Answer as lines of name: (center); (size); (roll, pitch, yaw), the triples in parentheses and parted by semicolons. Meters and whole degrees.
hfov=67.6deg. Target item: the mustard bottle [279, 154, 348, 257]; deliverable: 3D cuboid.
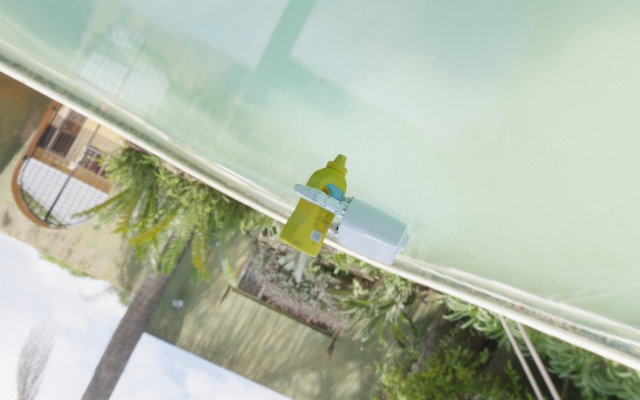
mustard bottle: (0.000, 0.003, 0.872); (0.058, 0.191, 0.096); (22, -7, 36)
